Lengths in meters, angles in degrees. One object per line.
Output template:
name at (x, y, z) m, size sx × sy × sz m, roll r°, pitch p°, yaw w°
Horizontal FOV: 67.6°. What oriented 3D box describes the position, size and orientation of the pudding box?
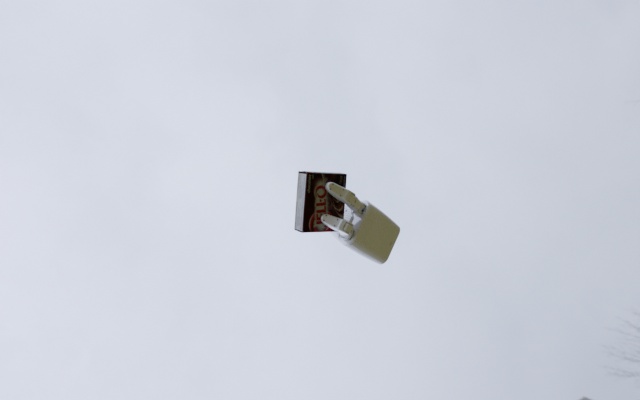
pudding box at (0.000, 0.003, 0.891) m, size 0.090 × 0.113 × 0.039 m, roll 0°, pitch 5°, yaw -34°
